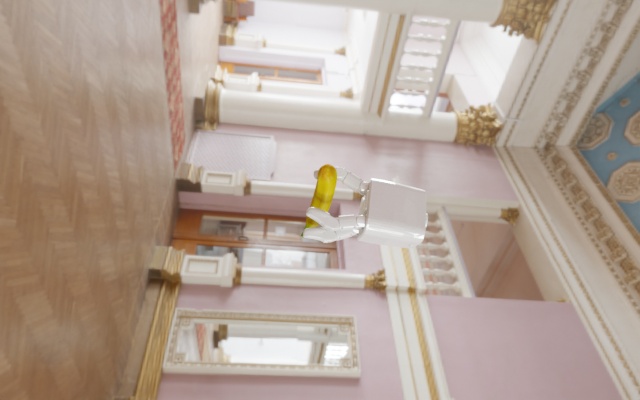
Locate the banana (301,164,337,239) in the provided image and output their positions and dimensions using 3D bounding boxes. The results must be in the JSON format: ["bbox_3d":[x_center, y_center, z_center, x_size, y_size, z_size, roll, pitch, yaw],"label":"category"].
[{"bbox_3d":[0.004,-0.009,0.850,0.037,0.069,0.198,18,-40,1],"label":"banana"}]
